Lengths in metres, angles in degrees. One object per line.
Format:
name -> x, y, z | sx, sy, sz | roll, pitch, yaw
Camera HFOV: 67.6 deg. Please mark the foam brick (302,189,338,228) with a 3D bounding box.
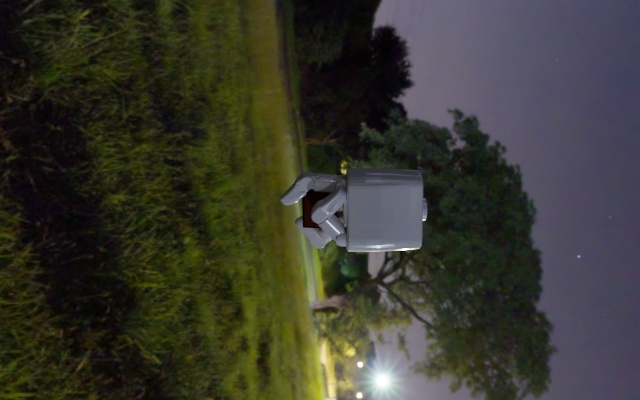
foam brick -> 0.000, 0.002, 0.719 | 0.051, 0.053, 0.078 | 0, 25, 1
